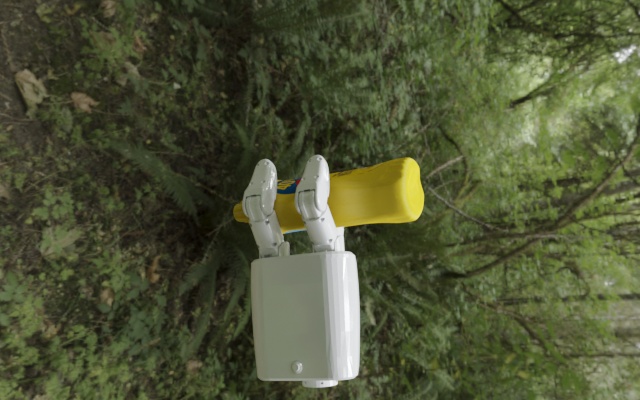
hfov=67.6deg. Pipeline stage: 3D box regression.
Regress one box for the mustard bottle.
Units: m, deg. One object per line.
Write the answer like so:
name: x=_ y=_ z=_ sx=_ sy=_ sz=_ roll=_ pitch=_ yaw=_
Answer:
mustard bottle: x=0.000 y=0.001 z=0.473 sx=0.191 sy=0.058 sz=0.096 roll=-9 pitch=10 yaw=21
